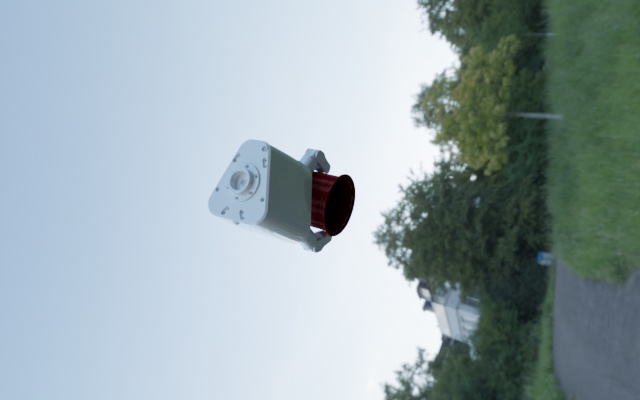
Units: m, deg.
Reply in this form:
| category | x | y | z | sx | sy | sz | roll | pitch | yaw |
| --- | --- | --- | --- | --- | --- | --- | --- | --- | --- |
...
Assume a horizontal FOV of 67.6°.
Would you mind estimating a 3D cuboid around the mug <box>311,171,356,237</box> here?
| category | x | y | z | sx | sy | sz | roll | pitch | yaw |
| --- | --- | --- | --- | --- | --- | --- | --- | --- | --- |
| mug | 0.001 | 0.003 | 0.721 | 0.081 | 0.093 | 0.117 | 14 | -10 | 29 |
